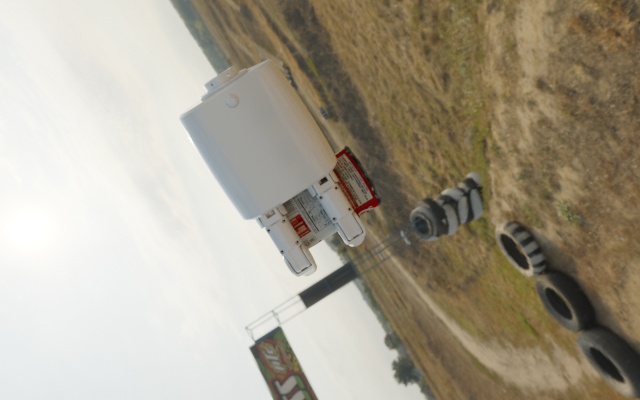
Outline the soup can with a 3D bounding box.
[{"bbox_3d":[0.000,0.002,0.470,0.102,0.068,0.068,-32,0,-1],"label":"soup can"}]
